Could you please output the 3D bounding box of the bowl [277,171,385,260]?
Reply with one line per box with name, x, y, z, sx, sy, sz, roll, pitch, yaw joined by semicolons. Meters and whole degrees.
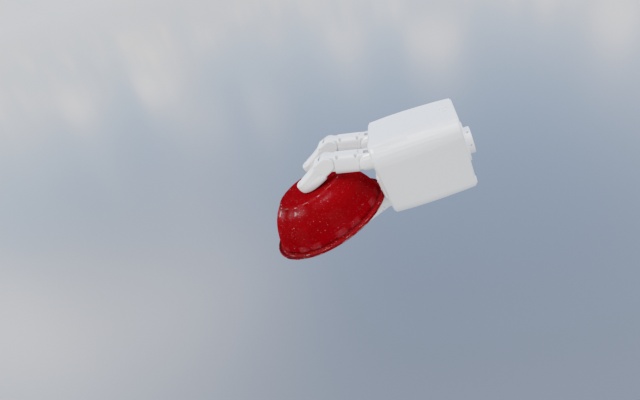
bowl;-0.001;0.002;0.619;0.162;0.055;0.162;-29;23;14
